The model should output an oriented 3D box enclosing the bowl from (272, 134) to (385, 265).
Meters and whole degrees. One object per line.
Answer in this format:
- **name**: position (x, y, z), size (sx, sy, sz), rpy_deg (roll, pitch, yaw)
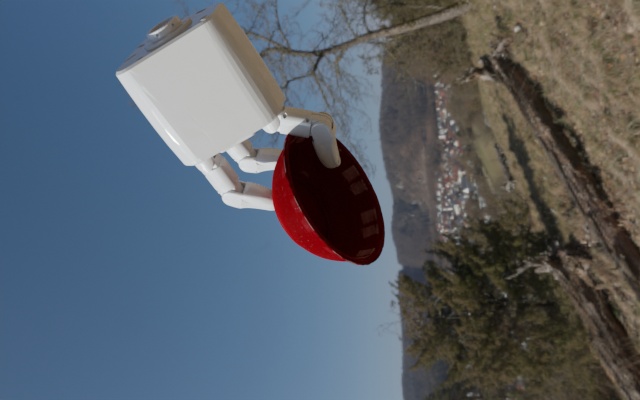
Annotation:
- **bowl**: position (0.001, 0.003, 0.507), size (0.055, 0.162, 0.162), rpy_deg (-30, -17, 30)
